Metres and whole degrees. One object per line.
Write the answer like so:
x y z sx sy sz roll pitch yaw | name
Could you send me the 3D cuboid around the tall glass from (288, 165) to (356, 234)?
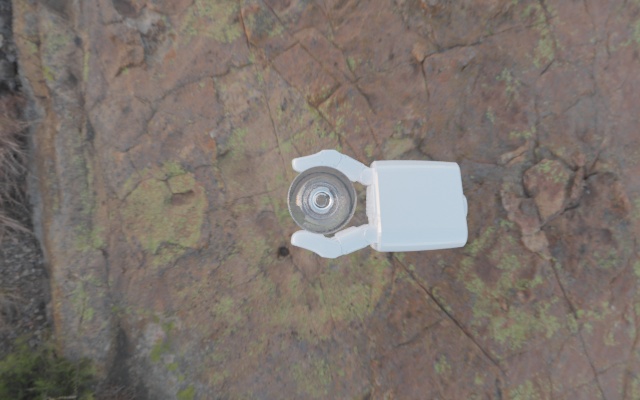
0.000 0.002 0.610 0.079 0.079 0.201 0 -1 -1 | tall glass
